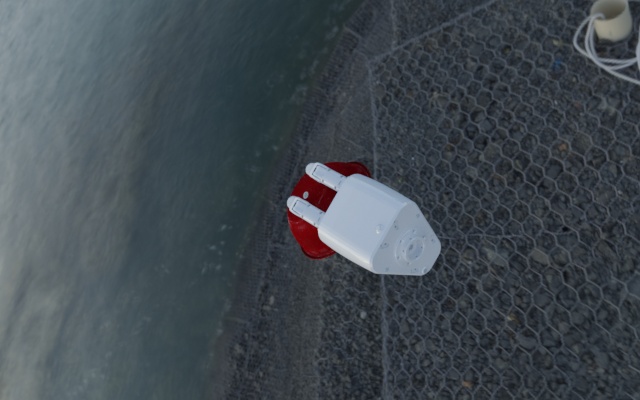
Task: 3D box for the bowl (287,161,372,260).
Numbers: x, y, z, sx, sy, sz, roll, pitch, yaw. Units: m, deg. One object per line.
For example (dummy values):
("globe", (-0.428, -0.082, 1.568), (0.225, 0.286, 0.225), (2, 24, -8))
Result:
("bowl", (-0.001, 0.002, 0.703), (0.055, 0.162, 0.162), (30, -16, -29))
